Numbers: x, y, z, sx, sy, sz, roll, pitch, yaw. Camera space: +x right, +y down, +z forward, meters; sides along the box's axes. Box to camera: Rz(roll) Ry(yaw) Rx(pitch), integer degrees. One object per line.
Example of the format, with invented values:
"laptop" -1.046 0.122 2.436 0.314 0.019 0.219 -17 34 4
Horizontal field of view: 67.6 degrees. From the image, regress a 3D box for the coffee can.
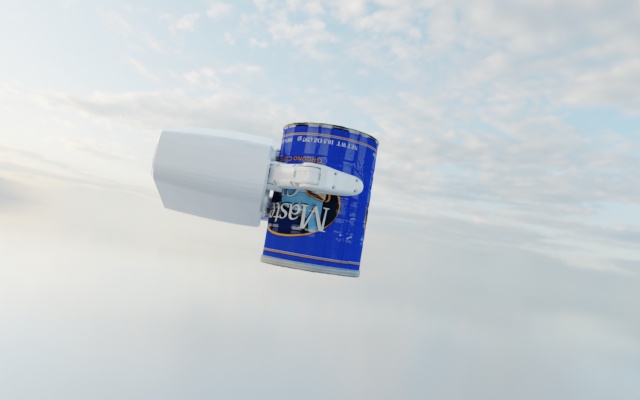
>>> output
"coffee can" 0.000 0.002 0.494 0.103 0.140 0.103 9 -6 1
